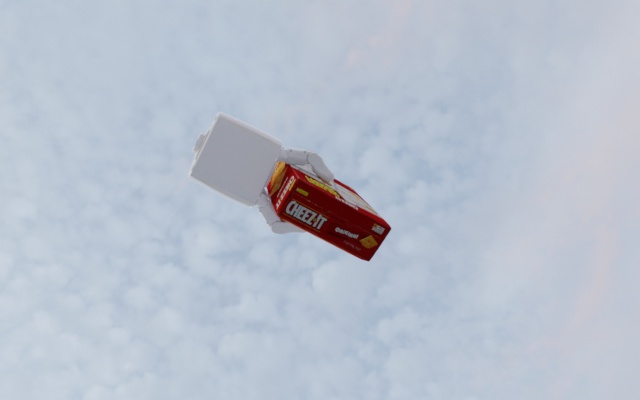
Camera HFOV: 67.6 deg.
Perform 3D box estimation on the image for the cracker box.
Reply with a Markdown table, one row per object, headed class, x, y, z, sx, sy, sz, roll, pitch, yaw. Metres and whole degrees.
| class | x | y | z | sx | sy | sz | roll | pitch | yaw |
| --- | --- | --- | --- | --- | --- | --- | --- | --- | --- |
| cracker box | 0.000 | 0.002 | 0.776 | 0.164 | 0.072 | 0.213 | 27 | 10 | -18 |
